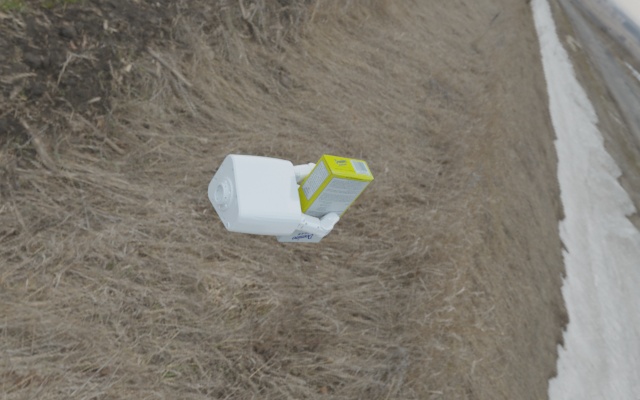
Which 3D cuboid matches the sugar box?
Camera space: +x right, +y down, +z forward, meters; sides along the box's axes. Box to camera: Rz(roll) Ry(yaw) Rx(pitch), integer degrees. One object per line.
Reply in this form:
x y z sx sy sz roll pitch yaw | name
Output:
0.000 0.002 0.794 0.093 0.048 0.176 6 -41 -39 | sugar box
